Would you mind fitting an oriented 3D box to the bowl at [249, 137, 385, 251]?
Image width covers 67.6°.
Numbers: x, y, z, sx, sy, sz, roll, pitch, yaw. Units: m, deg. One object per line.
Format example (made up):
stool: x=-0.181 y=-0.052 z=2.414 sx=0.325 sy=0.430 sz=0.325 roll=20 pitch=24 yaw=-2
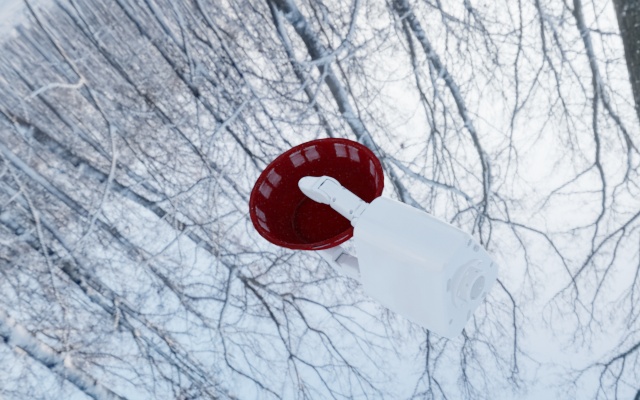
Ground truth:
bowl: x=0.000 y=0.001 z=0.563 sx=0.162 sy=0.162 sz=0.055 roll=0 pitch=-37 yaw=21
